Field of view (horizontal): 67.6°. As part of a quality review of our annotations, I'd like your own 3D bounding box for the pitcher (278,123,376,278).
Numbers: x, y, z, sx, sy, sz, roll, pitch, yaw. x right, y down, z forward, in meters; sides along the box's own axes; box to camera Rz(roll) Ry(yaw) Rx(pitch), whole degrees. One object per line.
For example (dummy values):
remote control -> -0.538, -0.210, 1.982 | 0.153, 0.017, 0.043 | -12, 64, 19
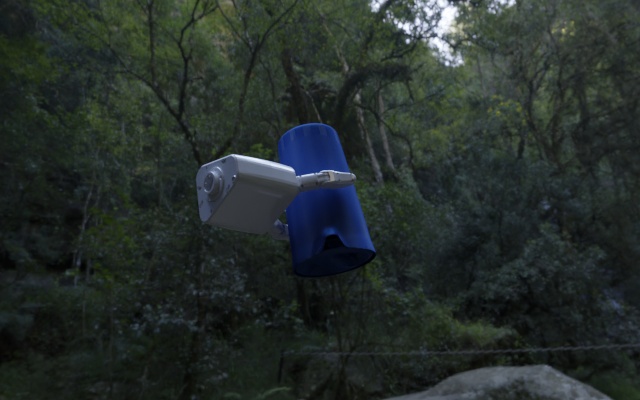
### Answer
pitcher -> 0.000, 0.003, 0.804 | 0.145, 0.242, 0.149 | 11, -32, -41
